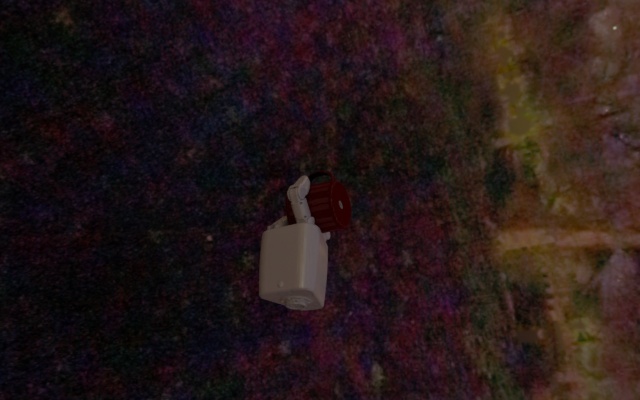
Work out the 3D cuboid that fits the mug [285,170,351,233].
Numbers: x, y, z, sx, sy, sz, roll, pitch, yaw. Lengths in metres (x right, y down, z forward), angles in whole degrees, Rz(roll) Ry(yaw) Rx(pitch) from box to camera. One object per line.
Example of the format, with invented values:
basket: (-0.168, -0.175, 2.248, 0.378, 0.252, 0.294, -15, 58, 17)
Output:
mug: (0.000, 0.001, 0.798, 0.081, 0.117, 0.093, -12, -31, 25)
